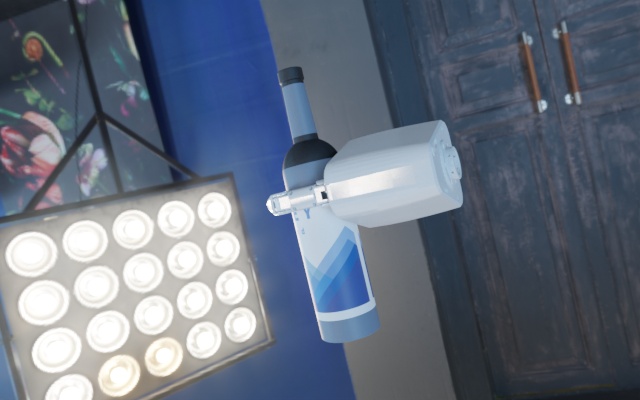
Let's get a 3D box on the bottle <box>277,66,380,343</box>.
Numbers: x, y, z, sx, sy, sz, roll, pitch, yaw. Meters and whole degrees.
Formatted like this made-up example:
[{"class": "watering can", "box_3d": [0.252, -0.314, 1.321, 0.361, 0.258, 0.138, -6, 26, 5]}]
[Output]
[{"class": "bottle", "box_3d": [0.000, 0.002, 0.523, 0.069, 0.296, 0.069, -13, 2, 0]}]
